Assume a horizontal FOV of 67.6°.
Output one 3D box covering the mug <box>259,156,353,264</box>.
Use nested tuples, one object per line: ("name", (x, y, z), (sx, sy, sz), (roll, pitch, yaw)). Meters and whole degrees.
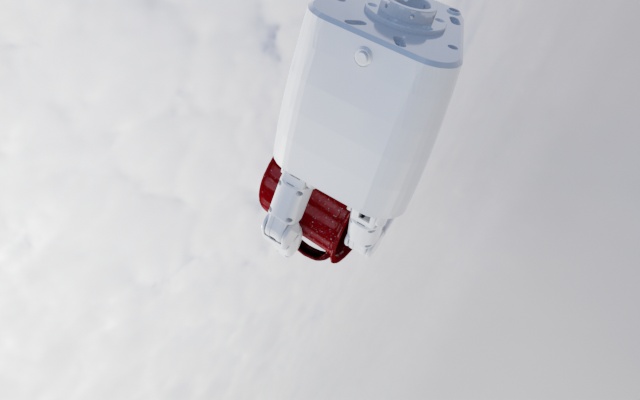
("mug", (0.000, 0.002, 0.409), (0.081, 0.117, 0.093), (32, 40, 17))
